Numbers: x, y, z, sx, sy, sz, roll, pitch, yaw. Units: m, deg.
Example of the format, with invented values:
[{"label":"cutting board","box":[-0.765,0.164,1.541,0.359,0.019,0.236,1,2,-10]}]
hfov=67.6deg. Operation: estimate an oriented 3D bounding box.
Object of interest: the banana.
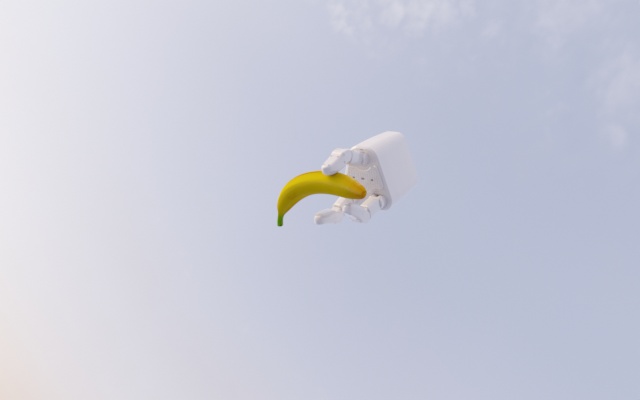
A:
[{"label":"banana","box":[-0.010,-0.014,0.761,0.198,0.069,0.037,-20,5,43]}]
